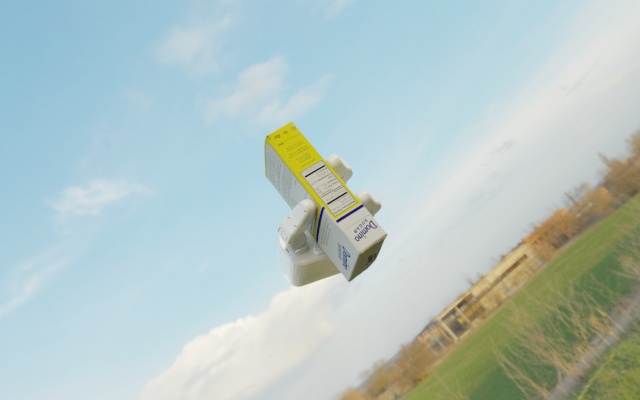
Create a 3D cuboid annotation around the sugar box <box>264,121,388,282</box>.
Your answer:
[{"bbox_3d":[0.000,0.002,0.553,0.048,0.176,0.093,-34,-20,-21],"label":"sugar box"}]
